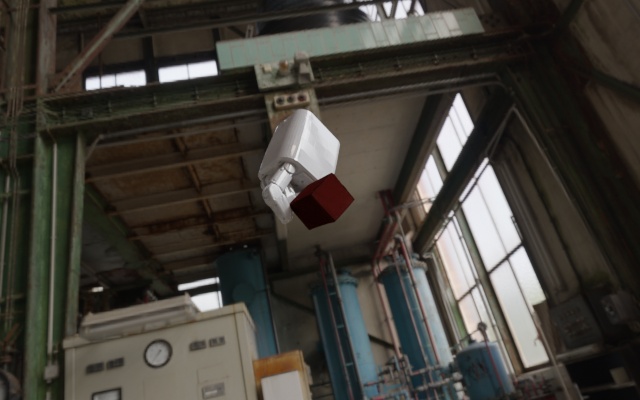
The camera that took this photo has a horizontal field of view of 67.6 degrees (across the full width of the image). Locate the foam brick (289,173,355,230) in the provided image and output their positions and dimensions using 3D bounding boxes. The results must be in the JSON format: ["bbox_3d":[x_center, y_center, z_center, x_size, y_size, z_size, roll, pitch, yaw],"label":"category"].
[{"bbox_3d":[0.000,0.002,0.686,0.051,0.053,0.078,-45,12,-29],"label":"foam brick"}]
